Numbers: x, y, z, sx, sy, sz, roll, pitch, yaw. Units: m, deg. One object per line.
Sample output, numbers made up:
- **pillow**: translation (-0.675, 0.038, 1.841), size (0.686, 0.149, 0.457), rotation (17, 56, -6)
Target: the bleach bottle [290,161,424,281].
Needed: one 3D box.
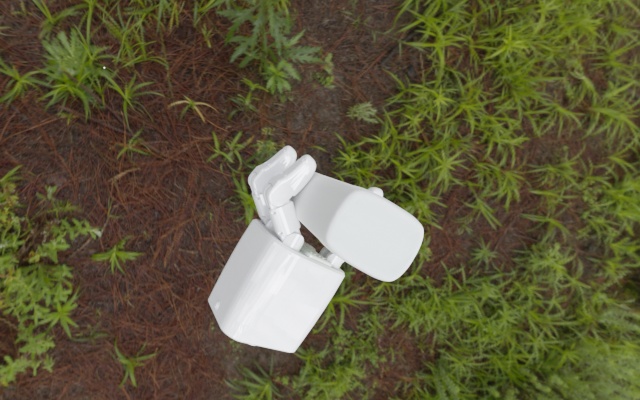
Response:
- **bleach bottle**: translation (0.000, 0.002, 0.531), size (0.102, 0.068, 0.250), rotation (31, 0, -28)
